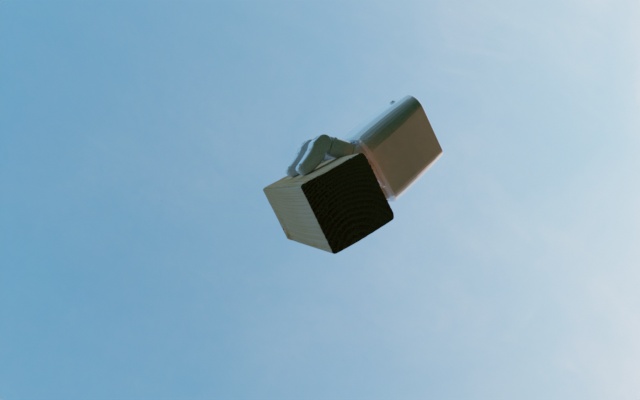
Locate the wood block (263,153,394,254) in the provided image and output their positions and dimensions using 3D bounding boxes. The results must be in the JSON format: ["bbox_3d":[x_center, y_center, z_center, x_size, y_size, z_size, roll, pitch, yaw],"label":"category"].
[{"bbox_3d":[0.001,0.002,0.641,0.090,0.091,0.206,-29,9,-16],"label":"wood block"}]
